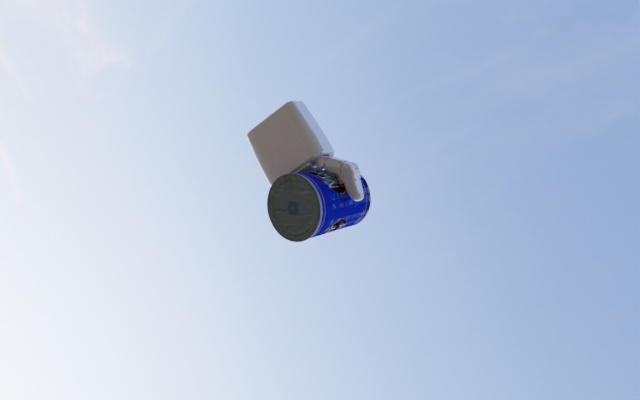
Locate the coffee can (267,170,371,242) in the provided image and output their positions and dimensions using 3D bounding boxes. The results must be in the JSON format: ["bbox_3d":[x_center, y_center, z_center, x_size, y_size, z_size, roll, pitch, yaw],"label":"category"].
[{"bbox_3d":[0.000,0.003,0.756,0.103,0.103,0.140,0,7,37],"label":"coffee can"}]
